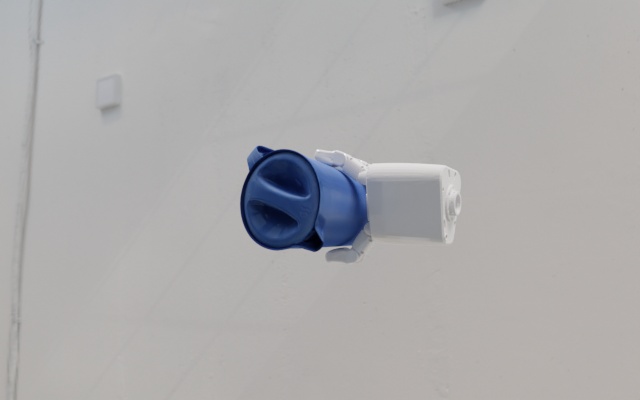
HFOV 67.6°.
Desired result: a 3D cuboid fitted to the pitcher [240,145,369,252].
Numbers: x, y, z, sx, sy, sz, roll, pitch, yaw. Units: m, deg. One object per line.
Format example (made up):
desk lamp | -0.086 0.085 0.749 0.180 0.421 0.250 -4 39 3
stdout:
pitcher | 0.000 0.002 0.720 0.145 0.149 0.243 0 -6 32
